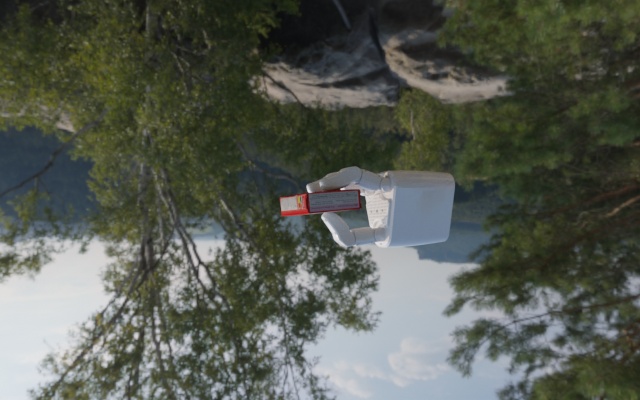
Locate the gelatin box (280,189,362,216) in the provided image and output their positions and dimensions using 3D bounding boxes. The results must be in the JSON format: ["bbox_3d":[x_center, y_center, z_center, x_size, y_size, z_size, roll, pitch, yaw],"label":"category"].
[{"bbox_3d":[0.000,0.003,0.656,0.089,0.030,0.073,-6,0,-33],"label":"gelatin box"}]
